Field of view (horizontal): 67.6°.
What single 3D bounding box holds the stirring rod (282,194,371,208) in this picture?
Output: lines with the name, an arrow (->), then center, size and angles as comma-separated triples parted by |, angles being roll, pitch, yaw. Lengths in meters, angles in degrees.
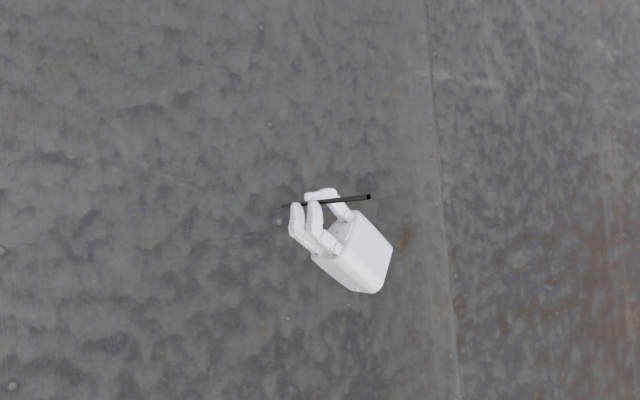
stirring rod -> 0.000, 0.003, 0.770 | 0.011, 0.011, 0.239 | 0, -4, -34
